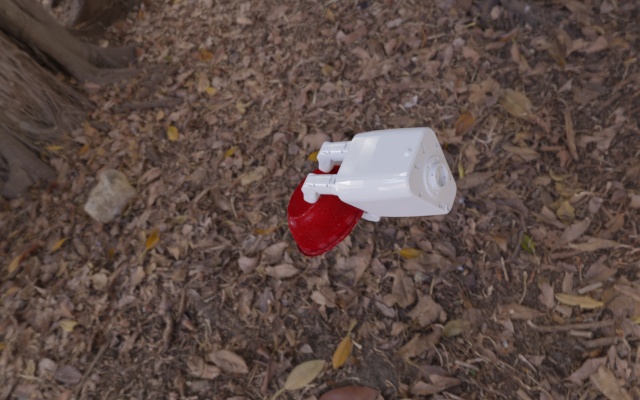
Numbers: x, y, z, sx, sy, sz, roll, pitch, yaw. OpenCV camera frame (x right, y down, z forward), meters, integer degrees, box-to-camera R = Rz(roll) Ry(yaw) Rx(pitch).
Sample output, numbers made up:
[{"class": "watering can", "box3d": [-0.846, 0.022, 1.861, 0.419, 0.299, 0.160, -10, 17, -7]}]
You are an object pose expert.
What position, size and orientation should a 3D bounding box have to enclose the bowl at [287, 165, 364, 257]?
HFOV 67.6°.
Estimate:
[{"class": "bowl", "box3d": [-0.001, 0.003, 0.723, 0.055, 0.162, 0.162, 37, -18, -26]}]
